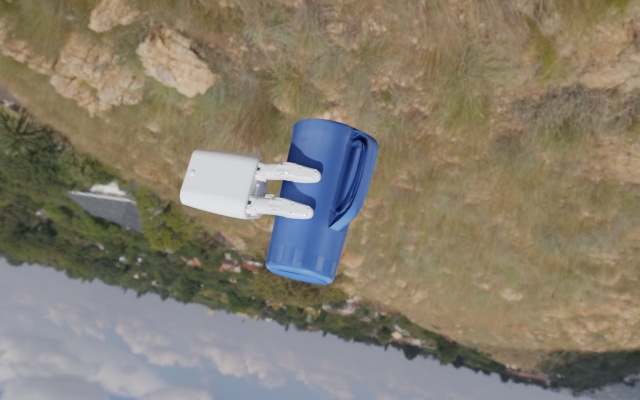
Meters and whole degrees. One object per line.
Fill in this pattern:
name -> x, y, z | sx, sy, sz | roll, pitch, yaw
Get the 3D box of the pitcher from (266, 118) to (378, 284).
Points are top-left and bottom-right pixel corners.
pitcher -> 0.000, 0.002, 0.747 | 0.145, 0.242, 0.149 | 11, -15, 7
